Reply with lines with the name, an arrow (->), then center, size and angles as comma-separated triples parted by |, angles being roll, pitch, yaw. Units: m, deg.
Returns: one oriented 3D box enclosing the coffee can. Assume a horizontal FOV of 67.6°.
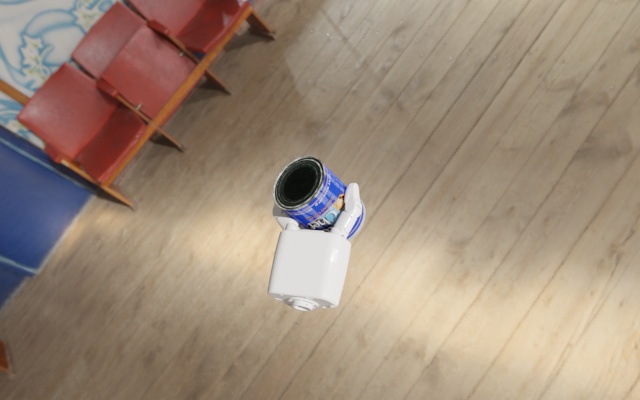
coffee can -> 0.000, 0.003, 0.820 | 0.103, 0.102, 0.140 | 0, -28, 37
